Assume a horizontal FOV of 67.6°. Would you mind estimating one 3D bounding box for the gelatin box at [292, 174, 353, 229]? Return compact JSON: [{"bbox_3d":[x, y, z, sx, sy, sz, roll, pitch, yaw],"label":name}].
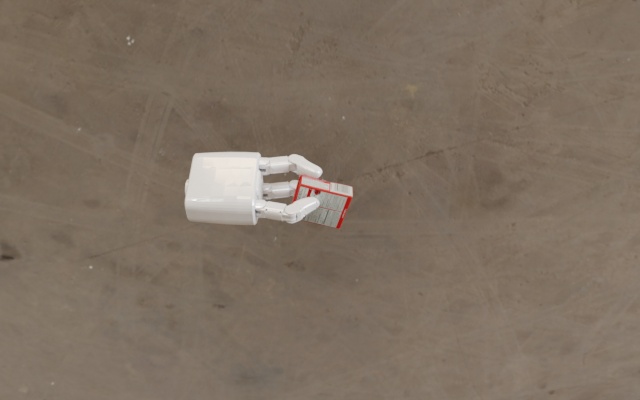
[{"bbox_3d":[0.000,0.003,0.769,0.089,0.073,0.030,13,39,-6],"label":"gelatin box"}]
